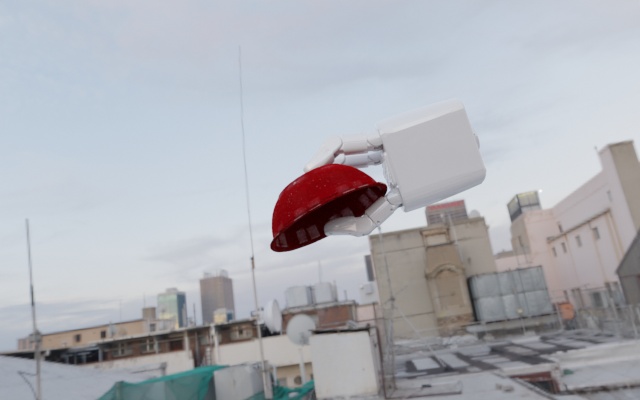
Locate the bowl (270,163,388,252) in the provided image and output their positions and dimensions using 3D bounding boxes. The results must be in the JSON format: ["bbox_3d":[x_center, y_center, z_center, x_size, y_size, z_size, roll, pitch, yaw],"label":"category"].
[{"bbox_3d":[-0.001,0.002,0.591,0.162,0.055,0.162,-27,-16,-8],"label":"bowl"}]
